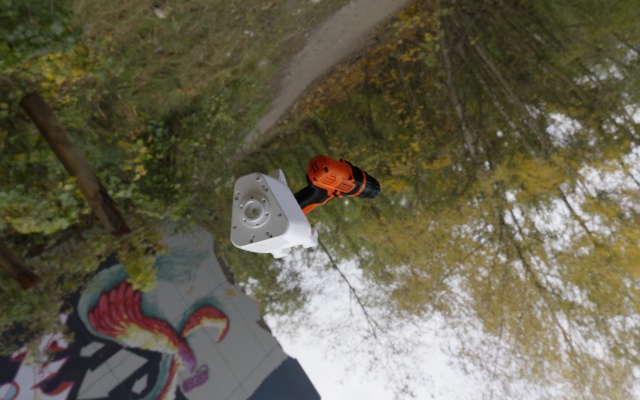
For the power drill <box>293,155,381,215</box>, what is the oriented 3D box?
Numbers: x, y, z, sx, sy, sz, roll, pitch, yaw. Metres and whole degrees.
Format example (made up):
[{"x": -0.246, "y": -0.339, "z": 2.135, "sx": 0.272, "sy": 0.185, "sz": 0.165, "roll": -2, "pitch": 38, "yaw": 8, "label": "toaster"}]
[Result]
[{"x": 0.000, "y": 0.003, "z": 0.853, "sx": 0.188, "sy": 0.057, "sz": 0.184, "roll": -42, "pitch": -35, "yaw": 23, "label": "power drill"}]
